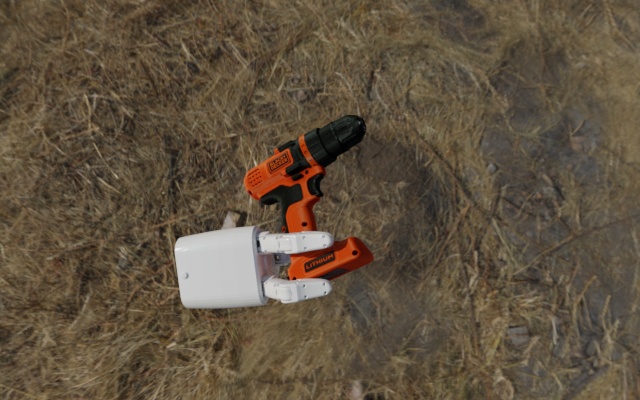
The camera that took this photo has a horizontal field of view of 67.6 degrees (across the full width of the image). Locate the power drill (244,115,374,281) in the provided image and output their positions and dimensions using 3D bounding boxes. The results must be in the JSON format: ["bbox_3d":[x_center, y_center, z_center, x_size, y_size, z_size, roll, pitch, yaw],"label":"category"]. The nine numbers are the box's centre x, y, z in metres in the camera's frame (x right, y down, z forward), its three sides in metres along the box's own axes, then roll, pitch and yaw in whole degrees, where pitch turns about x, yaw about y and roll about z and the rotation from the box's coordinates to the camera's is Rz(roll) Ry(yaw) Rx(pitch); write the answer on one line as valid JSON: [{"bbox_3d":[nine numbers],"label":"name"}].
[{"bbox_3d":[0.000,0.002,0.604,0.184,0.187,0.057,-29,-25,22],"label":"power drill"}]
